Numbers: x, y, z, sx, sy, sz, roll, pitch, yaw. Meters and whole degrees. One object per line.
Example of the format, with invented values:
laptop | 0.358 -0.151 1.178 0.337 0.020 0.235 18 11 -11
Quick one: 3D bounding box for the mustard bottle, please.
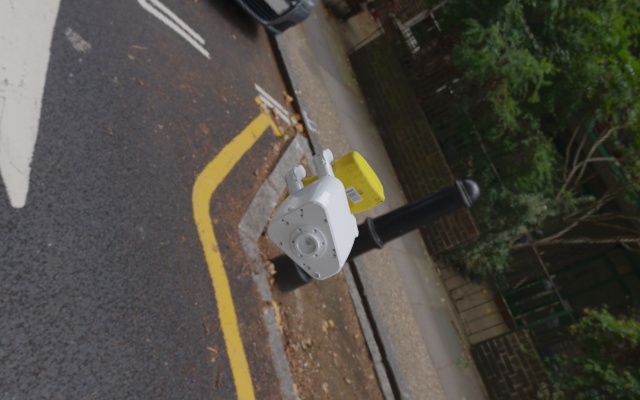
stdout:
mustard bottle | 0.000 0.002 0.776 0.192 0.058 0.096 -28 -55 20
